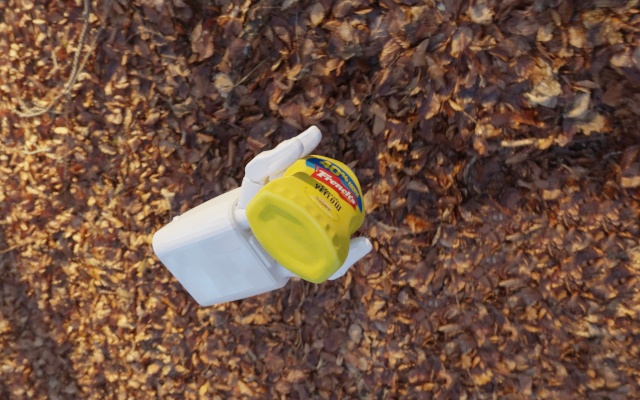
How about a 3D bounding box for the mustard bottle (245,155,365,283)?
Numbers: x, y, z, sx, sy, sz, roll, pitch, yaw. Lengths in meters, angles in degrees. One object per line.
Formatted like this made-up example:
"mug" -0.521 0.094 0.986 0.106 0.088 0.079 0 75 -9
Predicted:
"mustard bottle" 0.000 0.002 0.486 0.058 0.096 0.191 -46 3 25
